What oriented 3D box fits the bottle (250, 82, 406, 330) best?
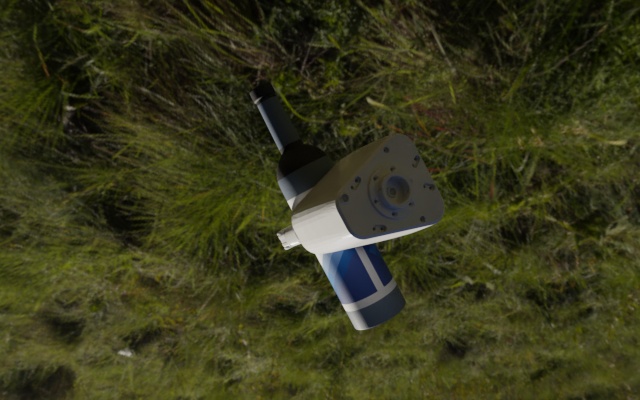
[{"bbox_3d":[0.000,0.002,0.547,0.069,0.296,0.069,-28,1,1],"label":"bottle"}]
